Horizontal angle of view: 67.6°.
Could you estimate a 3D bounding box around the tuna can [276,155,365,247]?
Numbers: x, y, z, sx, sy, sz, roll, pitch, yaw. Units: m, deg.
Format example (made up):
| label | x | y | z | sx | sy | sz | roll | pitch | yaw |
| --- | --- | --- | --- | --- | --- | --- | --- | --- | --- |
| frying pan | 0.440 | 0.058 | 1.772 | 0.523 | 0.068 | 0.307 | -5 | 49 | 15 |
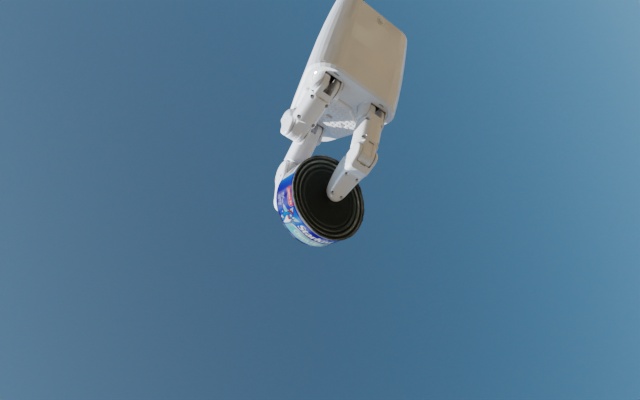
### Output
| label | x | y | z | sx | sy | sz | roll | pitch | yaw |
| --- | --- | --- | --- | --- | --- | --- | --- | --- | --- |
| tuna can | 0.000 | 0.002 | 0.467 | 0.086 | 0.086 | 0.034 | 0 | -18 | -38 |
